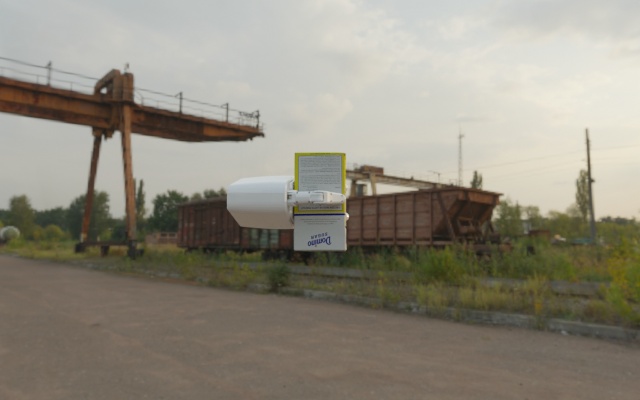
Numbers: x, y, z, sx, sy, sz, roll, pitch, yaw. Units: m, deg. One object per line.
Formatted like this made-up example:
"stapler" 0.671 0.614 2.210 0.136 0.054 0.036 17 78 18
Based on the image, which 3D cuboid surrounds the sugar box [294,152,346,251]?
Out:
"sugar box" 0.000 0.003 0.857 0.093 0.176 0.048 0 -5 6
